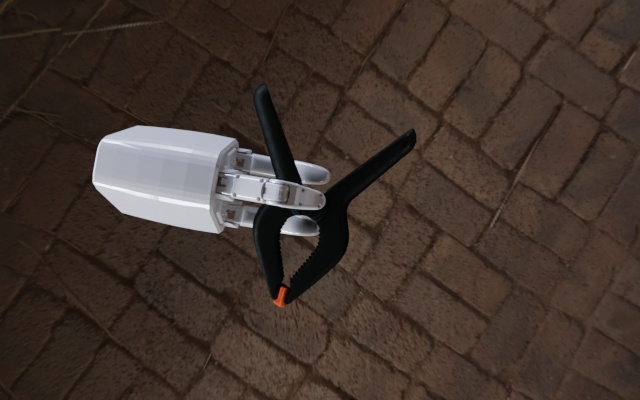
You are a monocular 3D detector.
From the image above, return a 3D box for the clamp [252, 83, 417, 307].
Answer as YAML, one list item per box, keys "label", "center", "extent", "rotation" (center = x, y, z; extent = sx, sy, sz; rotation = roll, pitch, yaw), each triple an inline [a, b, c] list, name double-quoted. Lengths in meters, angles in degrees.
- label: "clamp"
  center: [0.000, 0.002, 0.466]
  extent: [0.164, 0.210, 0.036]
  rotation: [10, -1, 0]
